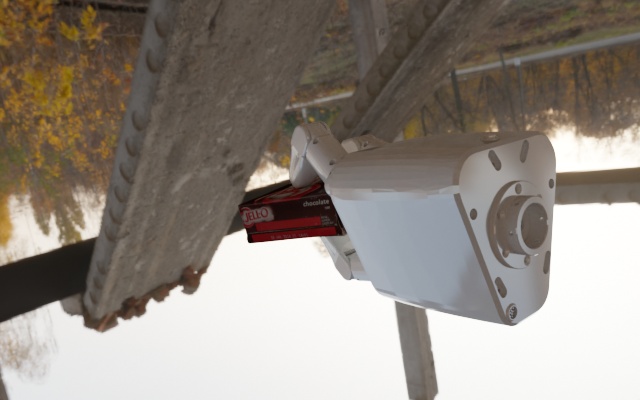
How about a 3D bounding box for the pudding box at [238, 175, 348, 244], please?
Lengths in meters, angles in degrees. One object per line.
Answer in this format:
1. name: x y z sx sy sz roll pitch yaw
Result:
1. pudding box: 0.000 0.001 0.406 0.090 0.039 0.113 -6 9 29
